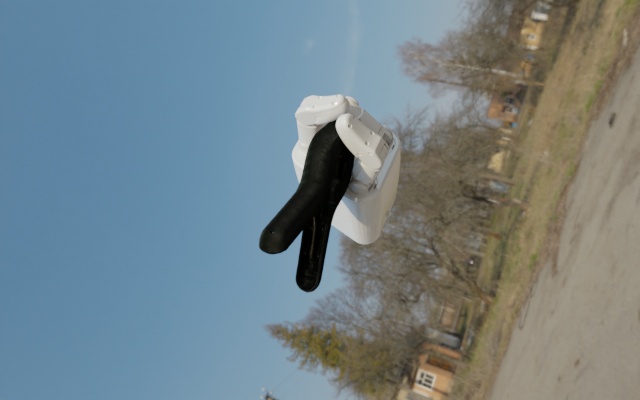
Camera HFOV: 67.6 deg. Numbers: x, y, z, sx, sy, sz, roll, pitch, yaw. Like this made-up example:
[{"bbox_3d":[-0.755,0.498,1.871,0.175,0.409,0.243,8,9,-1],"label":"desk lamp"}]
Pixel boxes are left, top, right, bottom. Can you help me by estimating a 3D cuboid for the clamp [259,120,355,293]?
[{"bbox_3d":[0.000,0.001,0.450,0.039,0.171,0.120,18,-29,17],"label":"clamp"}]
